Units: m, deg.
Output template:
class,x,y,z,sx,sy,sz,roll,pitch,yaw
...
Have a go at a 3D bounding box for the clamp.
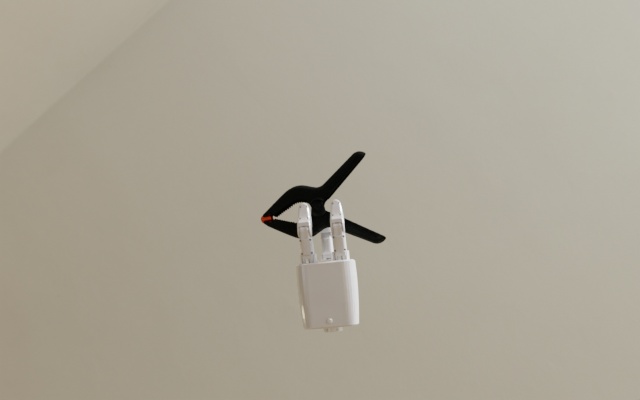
class,x,y,z,sx,sy,sz,roll,pitch,yaw
clamp,0.000,0.003,0.831,0.210,0.164,0.036,-6,-13,6
